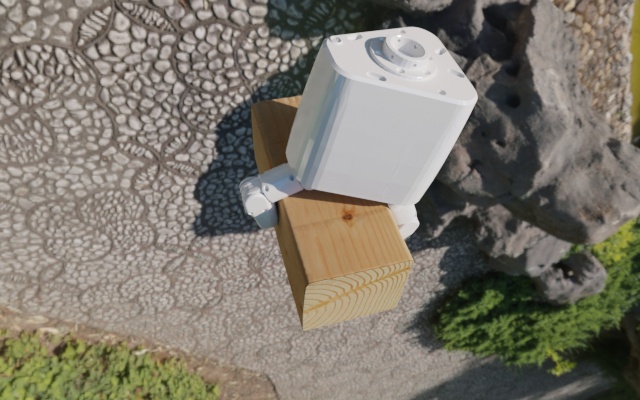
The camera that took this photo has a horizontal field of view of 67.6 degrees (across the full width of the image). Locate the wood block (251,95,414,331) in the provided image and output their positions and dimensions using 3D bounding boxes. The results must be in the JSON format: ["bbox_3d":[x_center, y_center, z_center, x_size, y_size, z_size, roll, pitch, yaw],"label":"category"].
[{"bbox_3d":[0.000,0.001,0.453,0.091,0.206,0.090,-11,-36,-12],"label":"wood block"}]
